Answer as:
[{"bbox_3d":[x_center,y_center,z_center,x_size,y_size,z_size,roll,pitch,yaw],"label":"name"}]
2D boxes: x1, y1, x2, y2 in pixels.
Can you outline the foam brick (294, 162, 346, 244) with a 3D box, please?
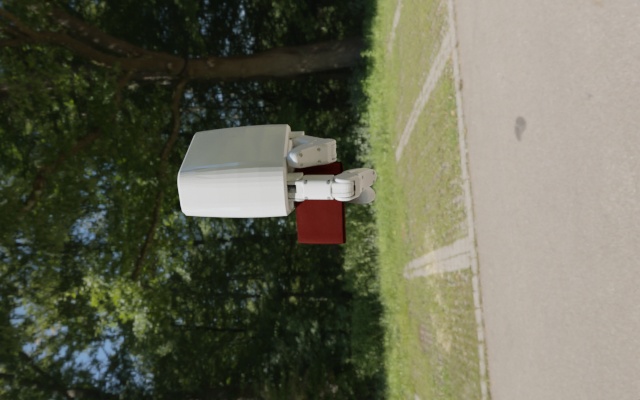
[{"bbox_3d":[0.000,0.002,0.514,0.051,0.078,0.053,-3,19,1],"label":"foam brick"}]
